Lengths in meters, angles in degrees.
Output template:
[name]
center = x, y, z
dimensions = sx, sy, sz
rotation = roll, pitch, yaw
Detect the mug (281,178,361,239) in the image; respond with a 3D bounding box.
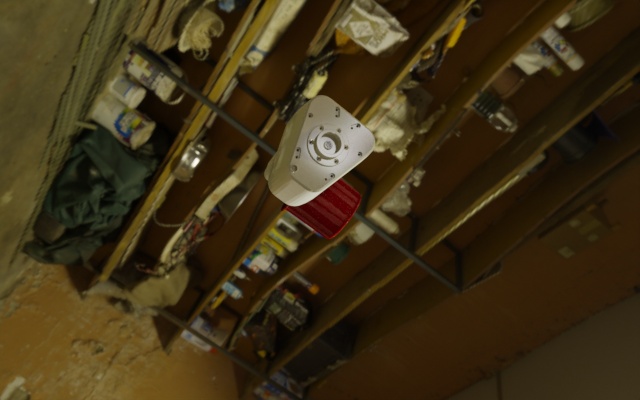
[mug]
center = 0.000, 0.003, 0.693
dimensions = 0.081, 0.093, 0.117
rotation = 37, -15, -8
